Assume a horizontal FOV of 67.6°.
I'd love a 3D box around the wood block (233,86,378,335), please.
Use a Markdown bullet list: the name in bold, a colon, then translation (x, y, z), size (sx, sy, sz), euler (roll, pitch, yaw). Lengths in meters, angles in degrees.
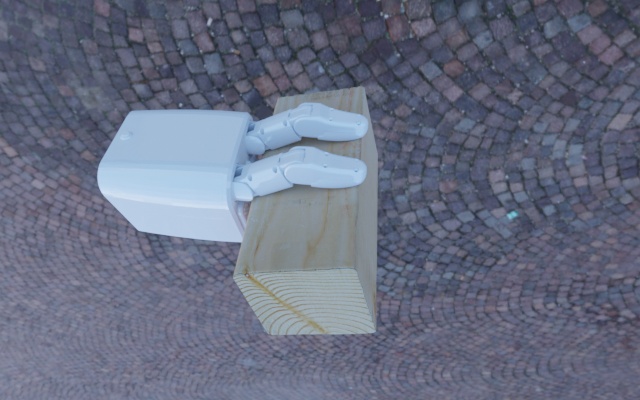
- **wood block**: translation (0.000, 0.002, 0.417), size (0.090, 0.206, 0.091), euler (-5, -43, 13)
